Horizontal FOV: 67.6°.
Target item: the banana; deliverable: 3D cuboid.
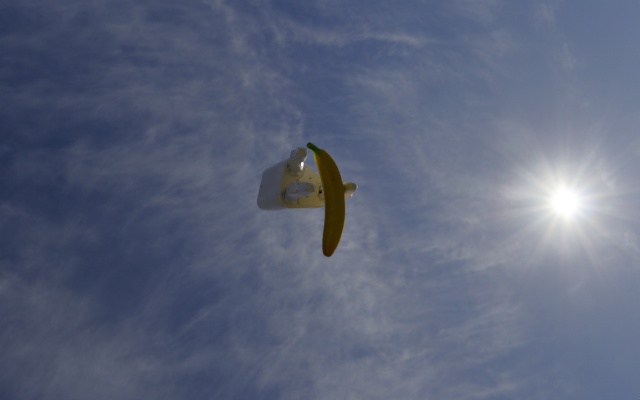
[{"bbox_3d":[0.014,-0.003,0.835,0.069,0.198,0.037,-11,0,-37],"label":"banana"}]
